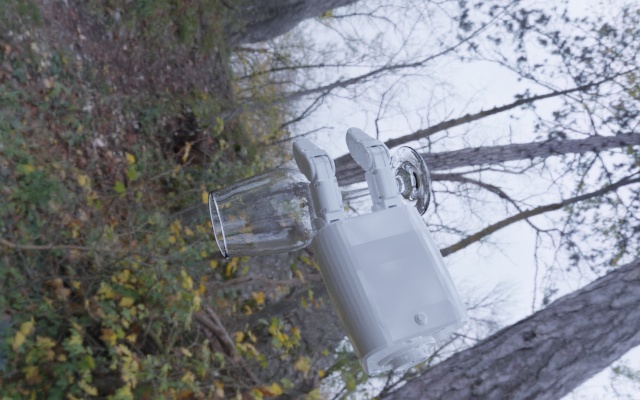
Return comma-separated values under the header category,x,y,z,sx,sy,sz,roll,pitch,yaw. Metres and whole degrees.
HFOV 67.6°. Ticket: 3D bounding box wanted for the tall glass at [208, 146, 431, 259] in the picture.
category,x,y,z,sx,sy,sz,roll,pitch,yaw
tall glass,0.001,0.001,0.454,0.201,0.079,0.079,-12,4,-19
